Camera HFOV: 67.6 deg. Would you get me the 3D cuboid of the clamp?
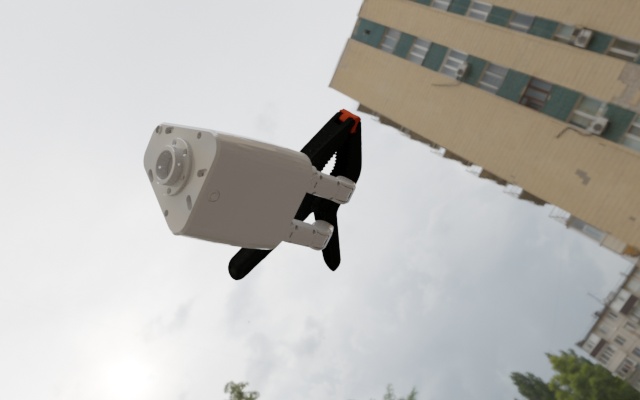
[{"bbox_3d":[0.000,0.001,0.541,0.164,0.210,0.036,12,19,-49],"label":"clamp"}]
